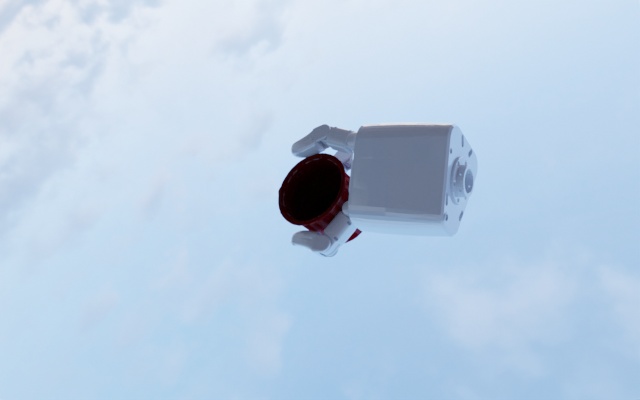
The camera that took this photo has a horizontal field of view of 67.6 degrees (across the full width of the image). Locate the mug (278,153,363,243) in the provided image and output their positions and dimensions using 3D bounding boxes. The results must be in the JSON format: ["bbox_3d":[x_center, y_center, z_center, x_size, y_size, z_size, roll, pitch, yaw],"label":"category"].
[{"bbox_3d":[-0.001,0.002,0.586,0.117,0.093,0.081,5,-22,38],"label":"mug"}]
